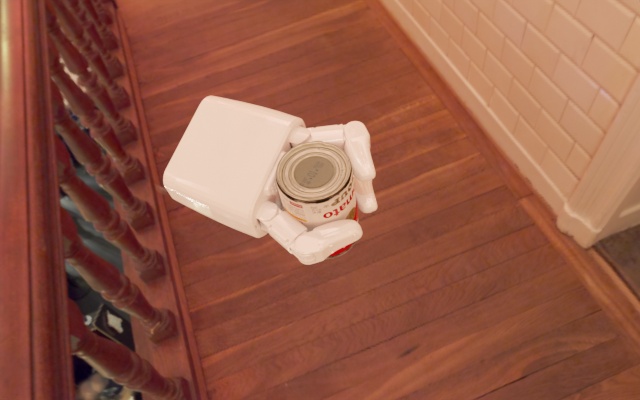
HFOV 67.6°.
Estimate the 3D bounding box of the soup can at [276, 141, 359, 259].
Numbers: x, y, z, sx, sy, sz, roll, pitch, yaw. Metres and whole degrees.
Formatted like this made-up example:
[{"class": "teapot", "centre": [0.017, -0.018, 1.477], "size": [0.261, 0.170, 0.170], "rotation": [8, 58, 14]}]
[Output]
[{"class": "soup can", "centre": [0.000, 0.002, 0.446], "size": [0.068, 0.068, 0.102], "rotation": [0, -34, 9]}]
